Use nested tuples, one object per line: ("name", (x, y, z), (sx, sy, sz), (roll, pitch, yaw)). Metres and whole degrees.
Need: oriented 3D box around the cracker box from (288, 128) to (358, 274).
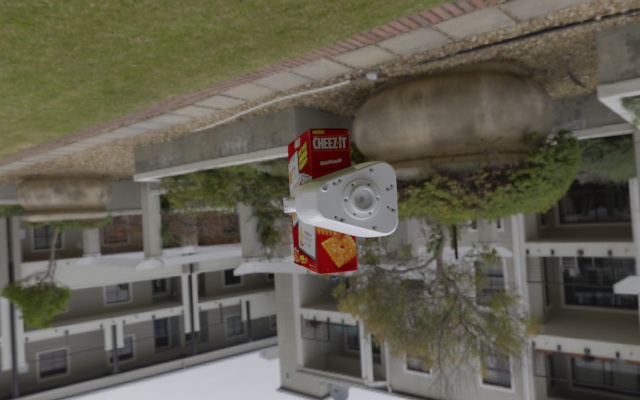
("cracker box", (0.000, 0.003, 0.775), (0.072, 0.213, 0.164), (-3, -1, -15))
